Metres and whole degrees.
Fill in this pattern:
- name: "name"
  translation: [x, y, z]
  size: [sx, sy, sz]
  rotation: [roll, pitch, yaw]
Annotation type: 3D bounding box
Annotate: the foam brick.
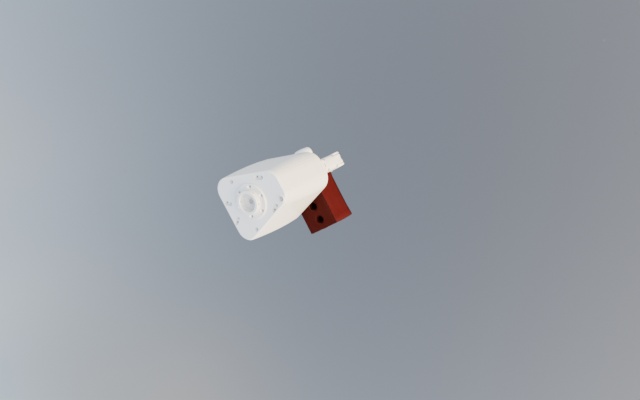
- name: "foam brick"
  translation: [0.000, 0.003, 0.725]
  size: [0.053, 0.078, 0.051]
  rotation: [-27, 2, 33]
